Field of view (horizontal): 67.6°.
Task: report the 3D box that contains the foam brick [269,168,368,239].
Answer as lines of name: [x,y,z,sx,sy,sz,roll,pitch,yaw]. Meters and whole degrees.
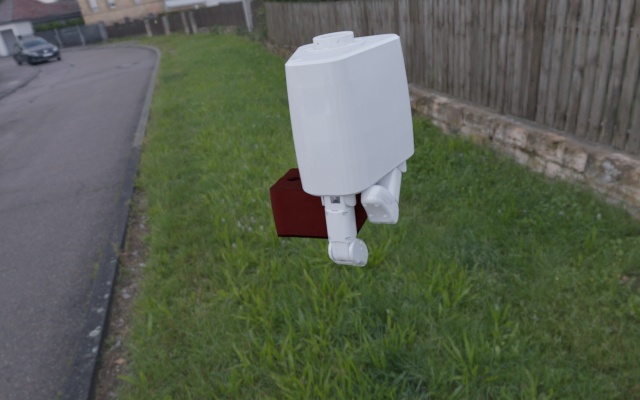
foam brick: [0.000,0.002,0.446,0.078,0.051,0.053,1,27,23]
